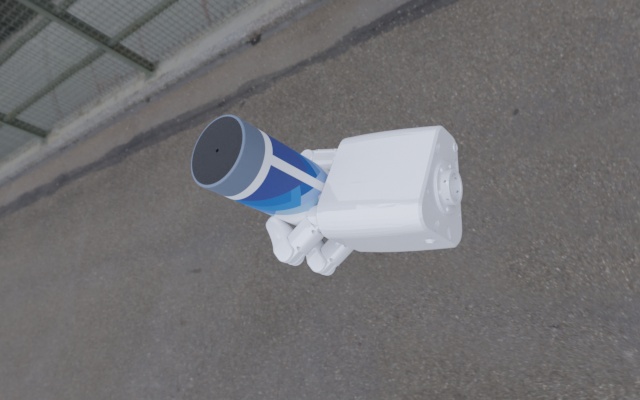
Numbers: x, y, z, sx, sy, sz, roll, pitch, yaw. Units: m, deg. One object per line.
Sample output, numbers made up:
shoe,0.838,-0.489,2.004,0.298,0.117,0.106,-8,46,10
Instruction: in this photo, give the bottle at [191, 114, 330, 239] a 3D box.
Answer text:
bottle,0.000,0.002,0.511,0.069,0.069,0.296,0,-17,38
